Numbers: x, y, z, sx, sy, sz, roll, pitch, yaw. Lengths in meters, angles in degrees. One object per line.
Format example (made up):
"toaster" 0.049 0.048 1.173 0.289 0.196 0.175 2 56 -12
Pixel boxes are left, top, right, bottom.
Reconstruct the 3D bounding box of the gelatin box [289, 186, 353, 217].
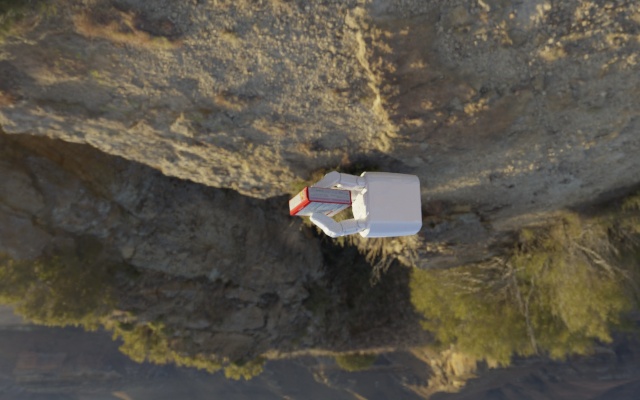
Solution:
"gelatin box" 0.000 0.003 0.836 0.089 0.030 0.073 3 -21 -28
